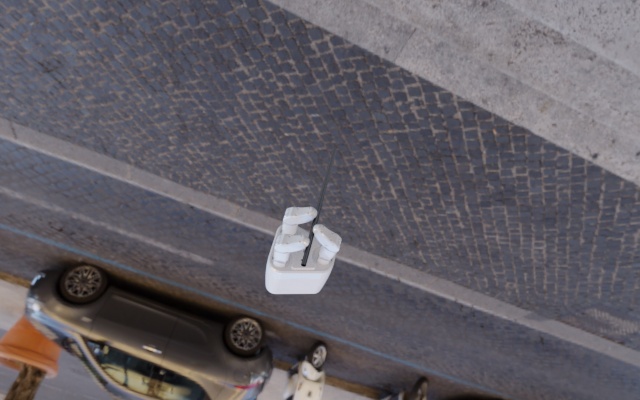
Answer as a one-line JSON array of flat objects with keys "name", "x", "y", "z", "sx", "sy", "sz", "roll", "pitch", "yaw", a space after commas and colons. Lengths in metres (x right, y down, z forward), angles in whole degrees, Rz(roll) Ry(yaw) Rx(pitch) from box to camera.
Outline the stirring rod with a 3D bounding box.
[{"name": "stirring rod", "x": 0.000, "y": 0.003, "z": 0.787, "sx": 0.011, "sy": 0.239, "sz": 0.011, "roll": 10, "pitch": -35, "yaw": 7}]
